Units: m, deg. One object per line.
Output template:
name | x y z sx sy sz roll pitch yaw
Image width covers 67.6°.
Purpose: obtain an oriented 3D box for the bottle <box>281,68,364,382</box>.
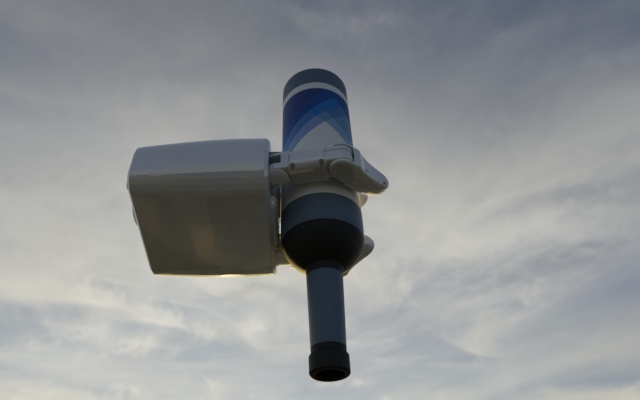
bottle | 0.000 0.001 0.404 0.069 0.295 0.069 -2 -41 -2
